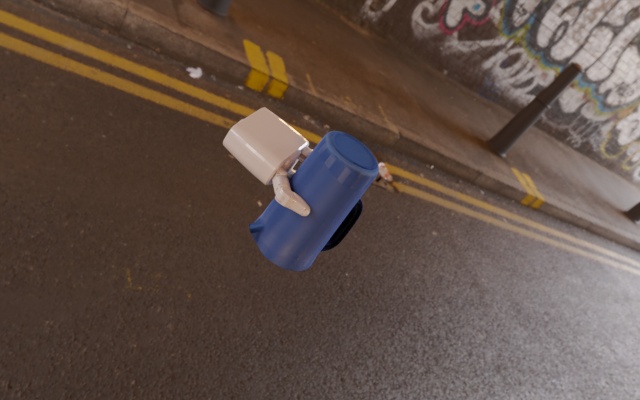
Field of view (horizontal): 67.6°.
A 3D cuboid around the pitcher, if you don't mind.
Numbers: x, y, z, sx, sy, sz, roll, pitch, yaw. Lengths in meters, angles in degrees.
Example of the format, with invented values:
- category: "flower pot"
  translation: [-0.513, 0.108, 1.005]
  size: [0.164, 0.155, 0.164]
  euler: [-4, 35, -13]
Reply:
- category: "pitcher"
  translation: [0.000, 0.003, 0.842]
  size: [0.145, 0.243, 0.149]
  euler: [41, 30, 5]
